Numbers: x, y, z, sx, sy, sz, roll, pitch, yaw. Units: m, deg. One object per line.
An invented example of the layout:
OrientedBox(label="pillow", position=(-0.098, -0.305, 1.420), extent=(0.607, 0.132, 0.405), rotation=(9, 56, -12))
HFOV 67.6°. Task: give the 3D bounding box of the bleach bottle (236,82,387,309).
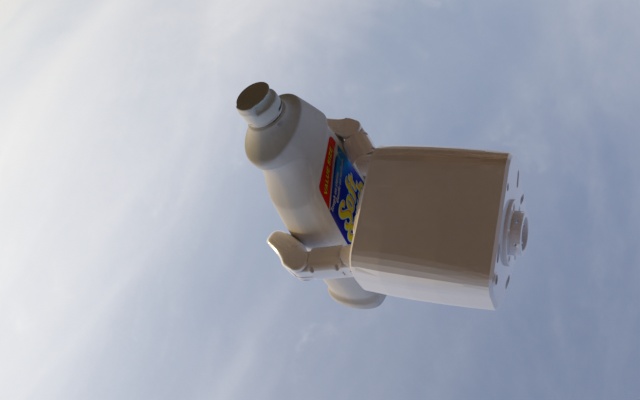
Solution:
OrientedBox(label="bleach bottle", position=(0.000, 0.001, 0.431), extent=(0.068, 0.102, 0.251), rotation=(4, -32, 33))
